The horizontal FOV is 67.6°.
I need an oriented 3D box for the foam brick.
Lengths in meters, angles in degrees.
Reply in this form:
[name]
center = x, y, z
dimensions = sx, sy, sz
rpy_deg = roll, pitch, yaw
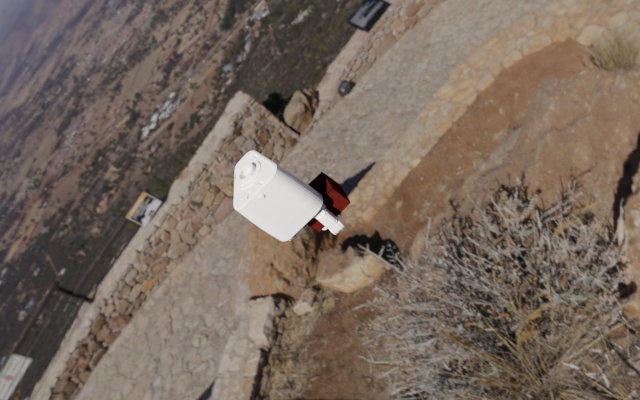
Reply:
[foam brick]
center = 0.000, 0.002, 0.794
dimensions = 0.051, 0.078, 0.053
rpy_deg = 37, 14, -38
